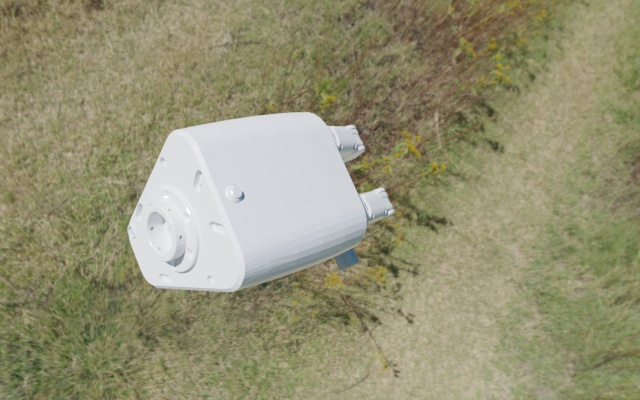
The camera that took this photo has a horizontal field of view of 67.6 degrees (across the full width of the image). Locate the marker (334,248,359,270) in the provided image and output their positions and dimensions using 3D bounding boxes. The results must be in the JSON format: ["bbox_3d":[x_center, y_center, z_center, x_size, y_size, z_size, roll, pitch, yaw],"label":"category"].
[{"bbox_3d":[0.000,0.001,0.412,0.020,0.121,0.020,-24,-7,-3],"label":"marker"}]
